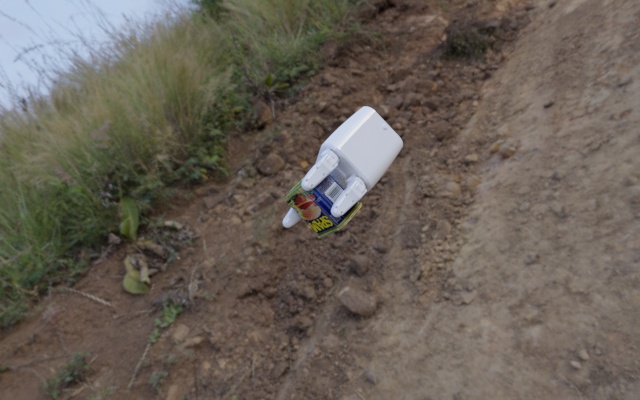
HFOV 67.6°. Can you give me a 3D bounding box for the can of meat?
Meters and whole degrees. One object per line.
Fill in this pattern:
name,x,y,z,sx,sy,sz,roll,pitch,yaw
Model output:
can of meat,0.000,0.002,0.710,0.057,0.084,0.102,-47,7,-24
